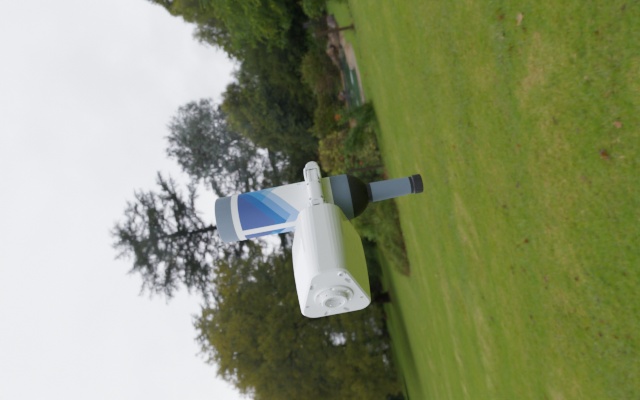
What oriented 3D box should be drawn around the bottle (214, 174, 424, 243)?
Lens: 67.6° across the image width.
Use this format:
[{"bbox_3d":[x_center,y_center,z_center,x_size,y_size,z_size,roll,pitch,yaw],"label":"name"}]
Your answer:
[{"bbox_3d":[0.000,0.002,0.690,0.296,0.069,0.069,-11,0,2],"label":"bottle"}]
